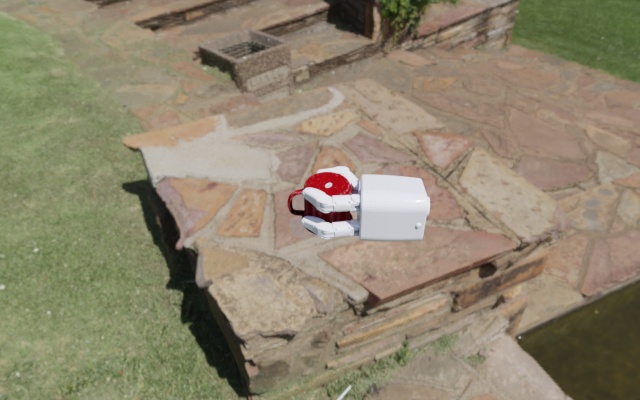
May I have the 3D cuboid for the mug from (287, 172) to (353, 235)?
[{"bbox_3d":[-0.001,0.003,0.843,0.117,0.082,0.093,1,38,2],"label":"mug"}]
